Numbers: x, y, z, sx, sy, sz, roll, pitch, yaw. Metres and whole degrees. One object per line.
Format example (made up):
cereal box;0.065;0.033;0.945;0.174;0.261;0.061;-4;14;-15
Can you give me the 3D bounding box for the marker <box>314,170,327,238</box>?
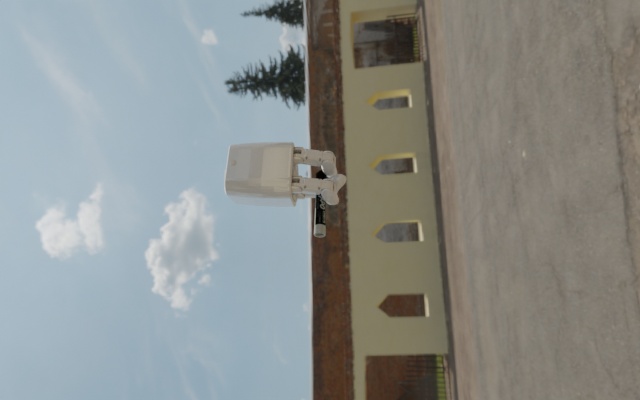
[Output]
marker;0.000;0.003;0.786;0.020;0.121;0.020;1;-29;1
